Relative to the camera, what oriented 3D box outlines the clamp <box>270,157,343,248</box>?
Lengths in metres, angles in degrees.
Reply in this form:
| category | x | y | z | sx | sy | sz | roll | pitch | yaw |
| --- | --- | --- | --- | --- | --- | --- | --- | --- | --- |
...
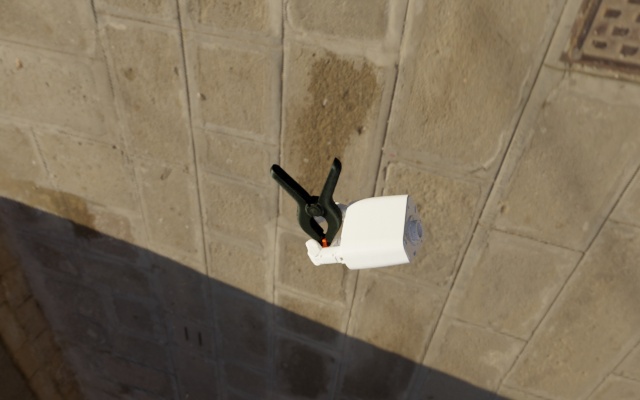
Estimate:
| category | x | y | z | sx | sy | sz | roll | pitch | yaw |
| --- | --- | --- | --- | --- | --- | --- | --- | --- | --- |
| clamp | 0.000 | 0.003 | 0.790 | 0.120 | 0.171 | 0.039 | -9 | 33 | 30 |
